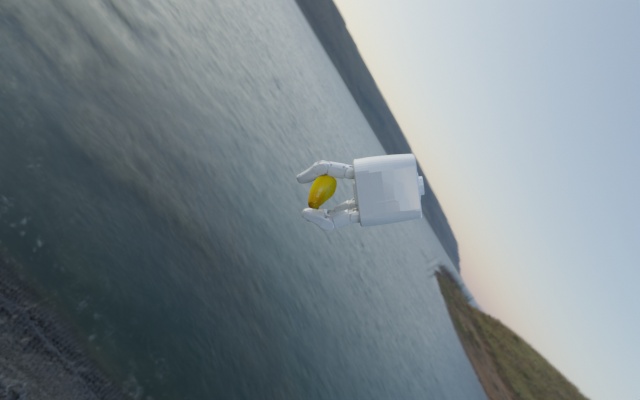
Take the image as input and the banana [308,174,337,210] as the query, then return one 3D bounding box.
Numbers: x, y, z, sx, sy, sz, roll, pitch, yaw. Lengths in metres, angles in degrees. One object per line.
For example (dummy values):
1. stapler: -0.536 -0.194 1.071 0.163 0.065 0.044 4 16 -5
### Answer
1. banana: 0.006 -0.015 0.845 0.037 0.069 0.198 16 -2 4
